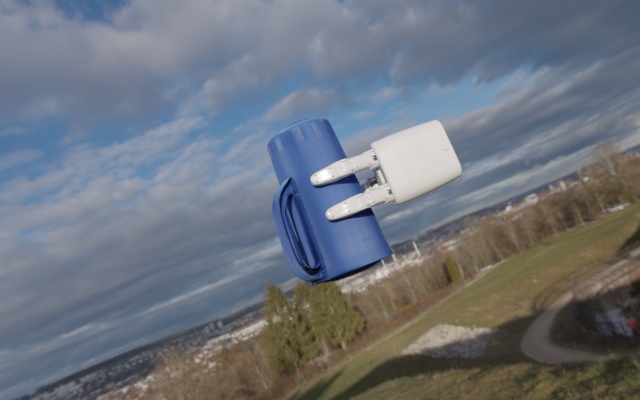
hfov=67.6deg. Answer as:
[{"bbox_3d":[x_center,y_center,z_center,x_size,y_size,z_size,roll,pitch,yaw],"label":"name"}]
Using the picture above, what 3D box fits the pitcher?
[{"bbox_3d":[0.000,0.002,0.733,0.145,0.243,0.149,-23,-8,2],"label":"pitcher"}]
